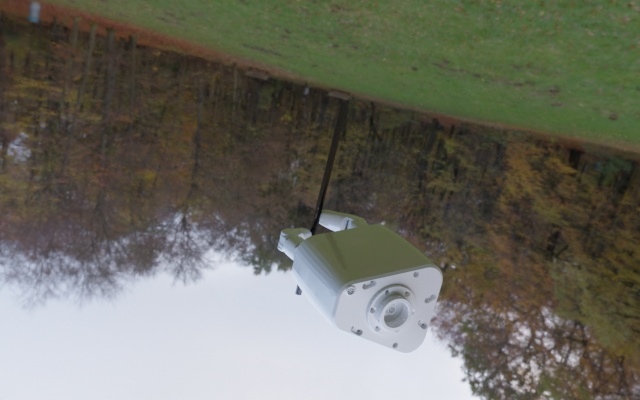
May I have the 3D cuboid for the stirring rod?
[{"bbox_3d":[0.000,0.002,0.570,0.011,0.239,0.011,13,12,-3],"label":"stirring rod"}]
